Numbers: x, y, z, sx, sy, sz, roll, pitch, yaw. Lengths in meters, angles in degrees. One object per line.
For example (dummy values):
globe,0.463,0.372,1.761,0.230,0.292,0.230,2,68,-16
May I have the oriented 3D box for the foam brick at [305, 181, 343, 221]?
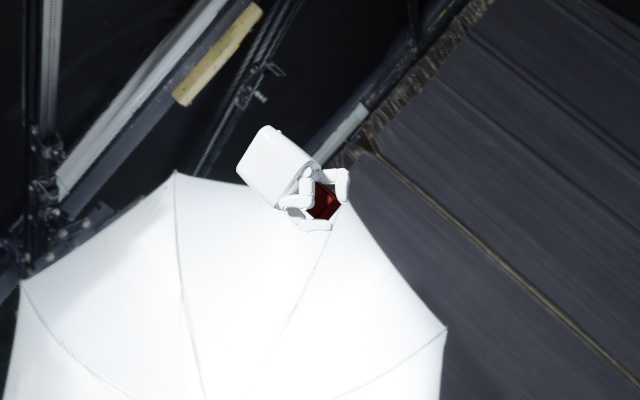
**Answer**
foam brick,0.000,0.003,0.865,0.051,0.053,0.078,41,5,15
